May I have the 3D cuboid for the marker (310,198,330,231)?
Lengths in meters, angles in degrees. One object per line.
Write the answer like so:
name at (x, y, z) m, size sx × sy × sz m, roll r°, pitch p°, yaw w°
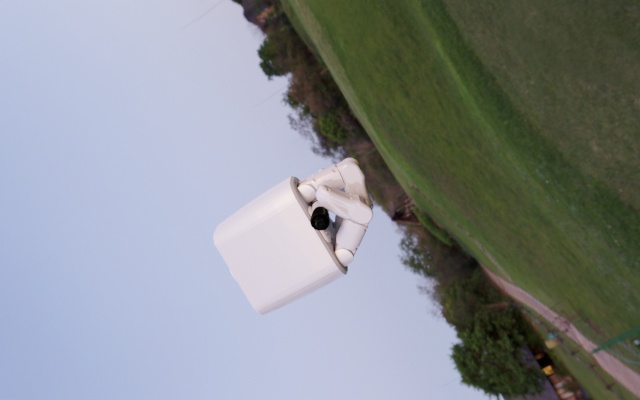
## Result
marker at (0.000, 0.002, 0.504) m, size 0.020 × 0.020 × 0.121 m, roll 0°, pitch 20°, yaw 1°
